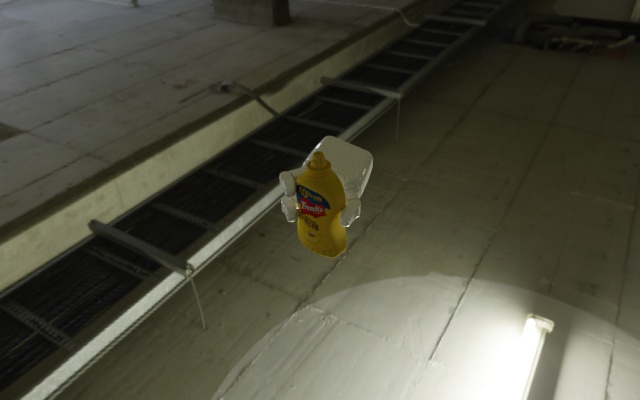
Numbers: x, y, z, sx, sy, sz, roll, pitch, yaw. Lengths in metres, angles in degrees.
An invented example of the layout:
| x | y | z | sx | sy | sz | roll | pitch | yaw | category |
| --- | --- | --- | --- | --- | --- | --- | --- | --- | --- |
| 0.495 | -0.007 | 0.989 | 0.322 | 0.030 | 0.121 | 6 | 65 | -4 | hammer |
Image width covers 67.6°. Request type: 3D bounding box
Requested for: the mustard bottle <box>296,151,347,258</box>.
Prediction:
| x | y | z | sx | sy | sz | roll | pitch | yaw | category |
| --- | --- | --- | --- | --- | --- | --- | --- | --- | --- |
| 0.000 | 0.003 | 0.819 | 0.096 | 0.192 | 0.058 | 28 | 45 | 35 | mustard bottle |
